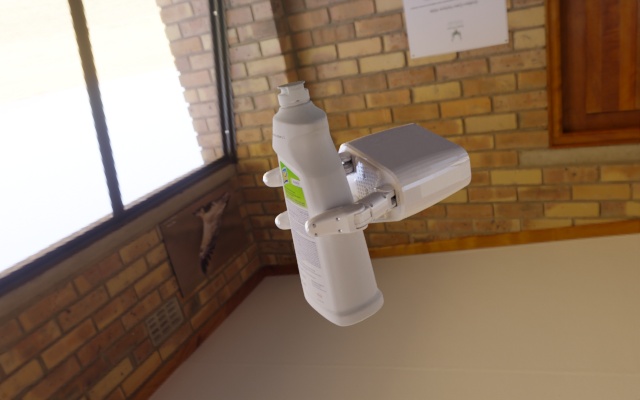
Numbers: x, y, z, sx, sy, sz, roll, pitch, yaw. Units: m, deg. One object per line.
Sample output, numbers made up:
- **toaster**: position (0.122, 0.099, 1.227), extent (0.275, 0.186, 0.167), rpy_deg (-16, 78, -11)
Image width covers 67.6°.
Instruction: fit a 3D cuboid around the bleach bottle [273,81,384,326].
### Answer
- **bleach bottle**: position (0.000, 0.002, 0.508), extent (0.068, 0.251, 0.102), rpy_deg (-22, 22, -26)
